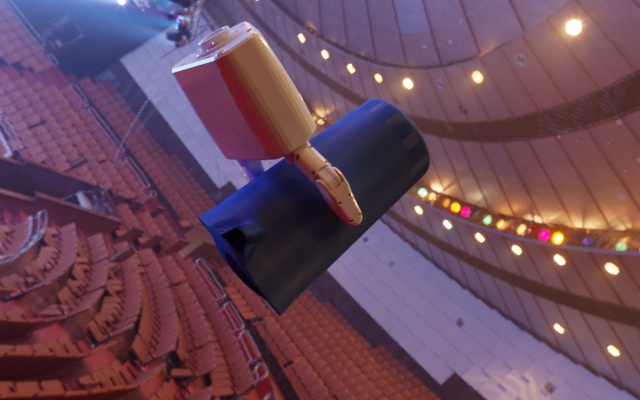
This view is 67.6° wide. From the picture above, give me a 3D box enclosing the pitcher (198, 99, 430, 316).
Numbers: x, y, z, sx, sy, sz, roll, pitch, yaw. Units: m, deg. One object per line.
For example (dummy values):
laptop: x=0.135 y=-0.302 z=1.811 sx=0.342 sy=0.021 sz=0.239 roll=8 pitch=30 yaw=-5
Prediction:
pitcher: x=0.000 y=0.002 z=0.533 sx=0.243 sy=0.145 sz=0.149 roll=-39 pitch=29 yaw=-14
